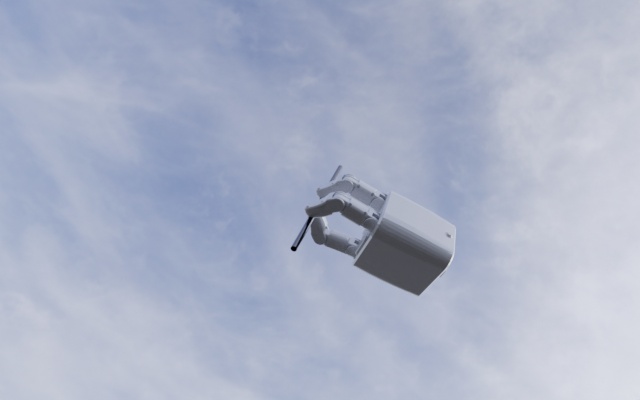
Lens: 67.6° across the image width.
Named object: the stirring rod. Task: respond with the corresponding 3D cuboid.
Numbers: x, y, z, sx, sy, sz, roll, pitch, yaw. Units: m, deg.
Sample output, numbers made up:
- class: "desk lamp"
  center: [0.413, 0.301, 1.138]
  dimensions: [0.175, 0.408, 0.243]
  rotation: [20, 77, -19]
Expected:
- class: "stirring rod"
  center: [0.000, 0.002, 0.674]
  dimensions: [0.011, 0.011, 0.239]
  rotation: [0, 28, 18]
